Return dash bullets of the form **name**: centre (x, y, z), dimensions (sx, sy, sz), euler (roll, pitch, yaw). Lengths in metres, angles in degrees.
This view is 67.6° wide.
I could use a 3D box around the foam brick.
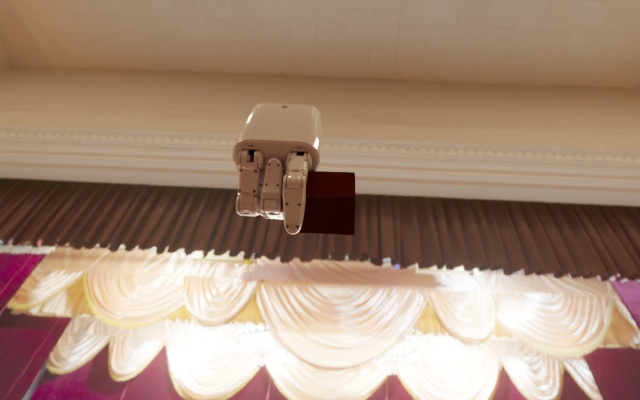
- **foam brick**: centre (0.000, 0.002, 0.528), dimensions (0.078, 0.053, 0.051), euler (3, 36, 2)
